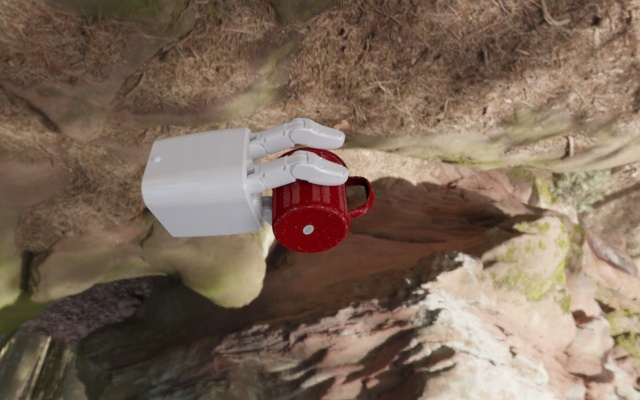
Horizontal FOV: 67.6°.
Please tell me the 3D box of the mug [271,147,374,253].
[{"bbox_3d":[0.002,0.002,0.519,0.117,0.081,0.093,-6,-43,3],"label":"mug"}]
